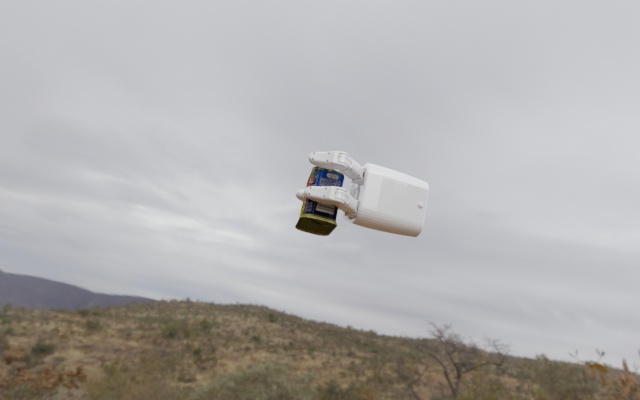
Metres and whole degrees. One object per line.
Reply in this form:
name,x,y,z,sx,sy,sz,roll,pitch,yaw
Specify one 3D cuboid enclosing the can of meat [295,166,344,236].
can of meat,0.000,0.002,0.750,0.057,0.084,0.102,14,-17,-5
